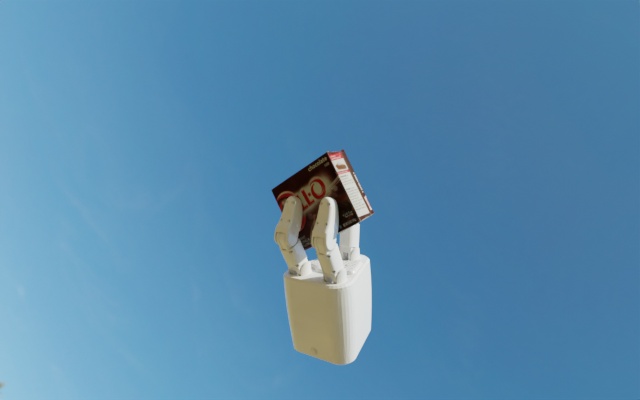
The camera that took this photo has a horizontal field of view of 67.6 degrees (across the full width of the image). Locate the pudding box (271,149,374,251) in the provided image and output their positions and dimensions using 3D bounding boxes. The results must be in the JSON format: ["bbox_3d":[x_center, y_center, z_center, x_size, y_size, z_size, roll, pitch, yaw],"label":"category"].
[{"bbox_3d":[0.000,0.002,0.587,0.113,0.090,0.039,-31,-7,39],"label":"pudding box"}]
